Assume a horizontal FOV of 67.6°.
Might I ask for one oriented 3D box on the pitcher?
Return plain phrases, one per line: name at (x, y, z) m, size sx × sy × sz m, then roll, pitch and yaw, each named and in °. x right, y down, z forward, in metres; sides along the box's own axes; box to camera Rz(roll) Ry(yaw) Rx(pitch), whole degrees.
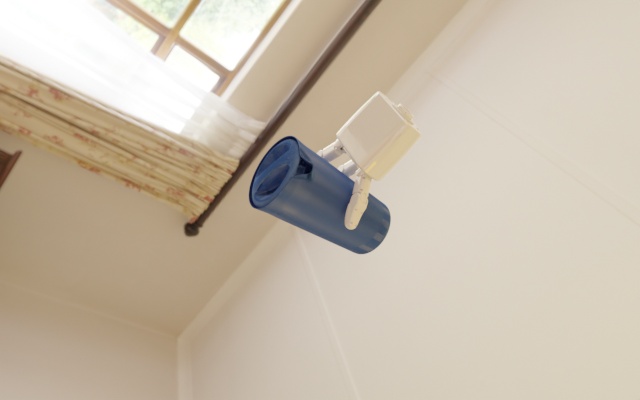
pitcher at (0.000, 0.003, 0.840) m, size 0.243 × 0.145 × 0.149 m, roll 31°, pitch 20°, yaw -31°
